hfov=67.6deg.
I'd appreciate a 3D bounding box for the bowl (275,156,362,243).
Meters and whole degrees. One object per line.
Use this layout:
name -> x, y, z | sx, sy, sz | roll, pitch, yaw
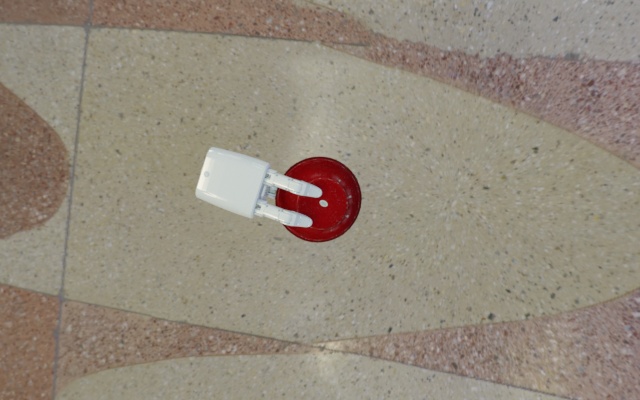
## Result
bowl -> 0.002, 0.003, 0.859 | 0.162, 0.162, 0.055 | 0, 8, -7
